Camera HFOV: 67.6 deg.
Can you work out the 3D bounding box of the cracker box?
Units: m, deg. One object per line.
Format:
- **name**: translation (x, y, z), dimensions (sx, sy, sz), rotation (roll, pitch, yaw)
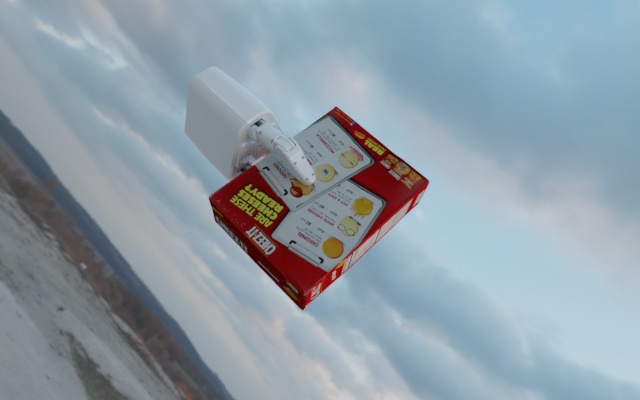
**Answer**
- **cracker box**: translation (0.000, 0.002, 0.591), dimensions (0.213, 0.164, 0.072), rotation (-40, -21, -23)
